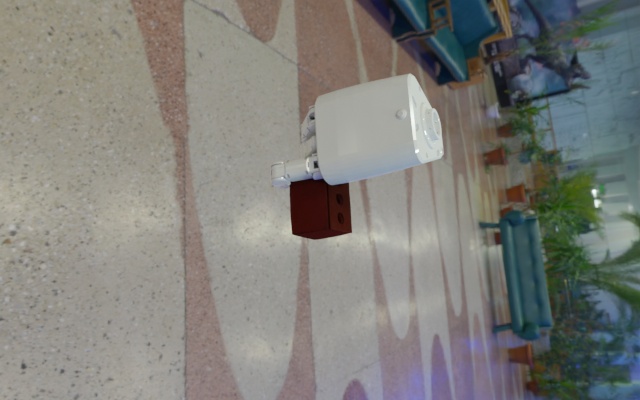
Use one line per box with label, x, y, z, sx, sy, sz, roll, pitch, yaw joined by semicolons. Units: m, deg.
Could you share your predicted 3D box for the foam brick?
foam brick;0.000;0.002;0.544;0.051;0.078;0.053;-10;-13;28
